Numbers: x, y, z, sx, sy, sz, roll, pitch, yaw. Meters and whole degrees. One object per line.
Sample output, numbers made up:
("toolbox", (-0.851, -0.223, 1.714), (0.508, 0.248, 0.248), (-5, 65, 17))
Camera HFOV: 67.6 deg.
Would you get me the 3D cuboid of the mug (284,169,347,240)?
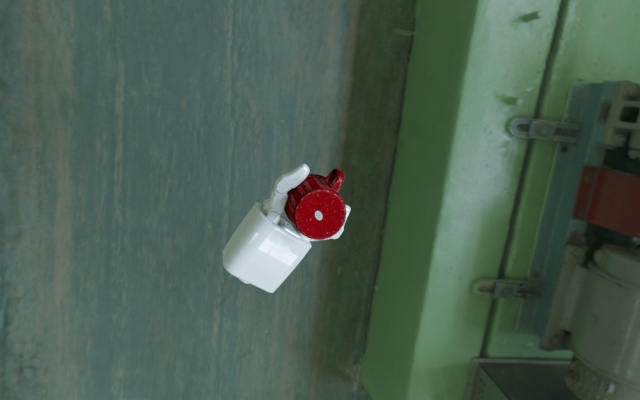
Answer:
("mug", (0.001, 0.001, 0.741), (0.093, 0.117, 0.081), (35, 5, -18))
